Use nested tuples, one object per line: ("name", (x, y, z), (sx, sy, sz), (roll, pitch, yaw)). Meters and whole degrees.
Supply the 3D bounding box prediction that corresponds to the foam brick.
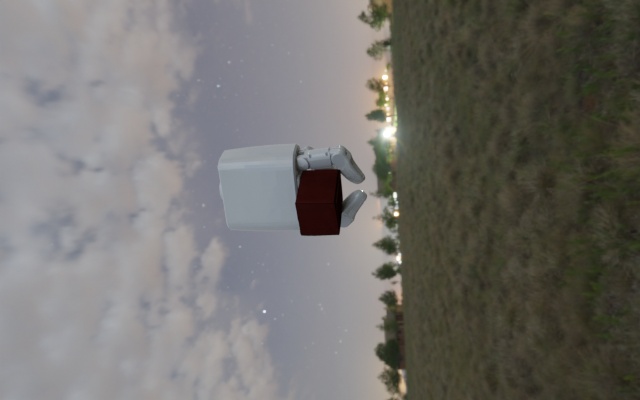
("foam brick", (0.000, 0.002, 0.614), (0.051, 0.053, 0.078), (-2, 36, 8))
